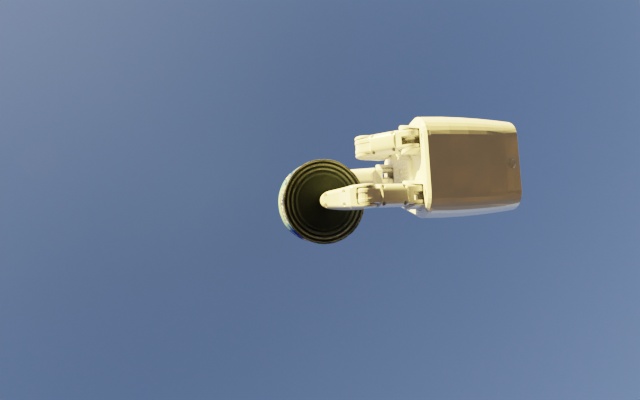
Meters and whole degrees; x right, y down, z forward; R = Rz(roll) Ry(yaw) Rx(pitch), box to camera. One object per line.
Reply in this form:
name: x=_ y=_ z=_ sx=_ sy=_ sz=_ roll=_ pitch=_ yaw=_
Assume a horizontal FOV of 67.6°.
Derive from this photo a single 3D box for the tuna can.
tuna can: x=0.000 y=0.002 z=0.495 sx=0.086 sy=0.086 sz=0.034 roll=0 pitch=-2 yaw=-17
